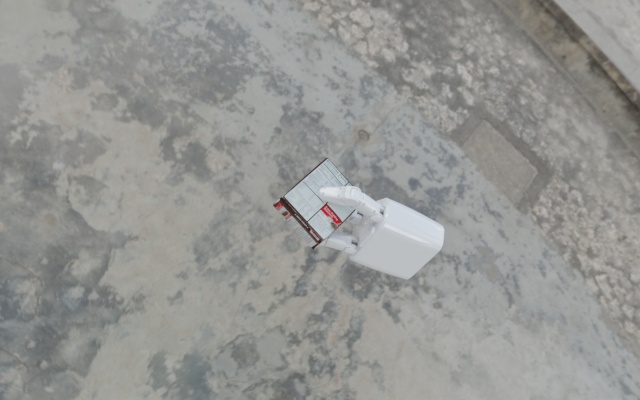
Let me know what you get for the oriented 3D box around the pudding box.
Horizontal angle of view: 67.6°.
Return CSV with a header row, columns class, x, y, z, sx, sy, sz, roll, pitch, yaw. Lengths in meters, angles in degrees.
class,x,y,z,sx,sy,sz,roll,pitch,yaw
pudding box,0.000,0.002,0.706,0.113,0.090,0.039,-43,1,-37
